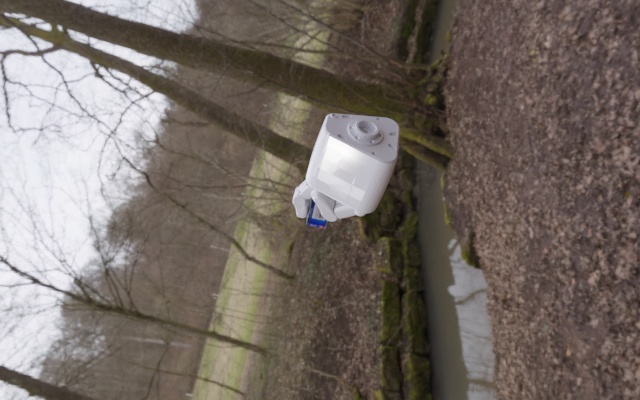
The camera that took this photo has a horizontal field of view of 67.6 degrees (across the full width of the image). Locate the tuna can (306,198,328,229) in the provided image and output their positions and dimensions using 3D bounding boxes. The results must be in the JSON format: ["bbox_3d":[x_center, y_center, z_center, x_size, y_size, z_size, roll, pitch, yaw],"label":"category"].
[{"bbox_3d":[0.000,0.003,0.788,0.034,0.086,0.086,11,-1,-3],"label":"tuna can"}]
